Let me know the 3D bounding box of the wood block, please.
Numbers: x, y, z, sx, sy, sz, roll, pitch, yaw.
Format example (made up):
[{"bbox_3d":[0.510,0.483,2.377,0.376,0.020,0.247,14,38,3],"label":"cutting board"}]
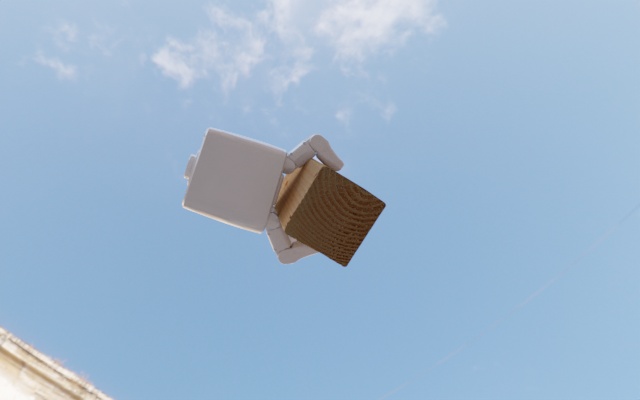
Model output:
[{"bbox_3d":[0.000,0.002,0.639,0.090,0.091,0.206,31,4,-14],"label":"wood block"}]
